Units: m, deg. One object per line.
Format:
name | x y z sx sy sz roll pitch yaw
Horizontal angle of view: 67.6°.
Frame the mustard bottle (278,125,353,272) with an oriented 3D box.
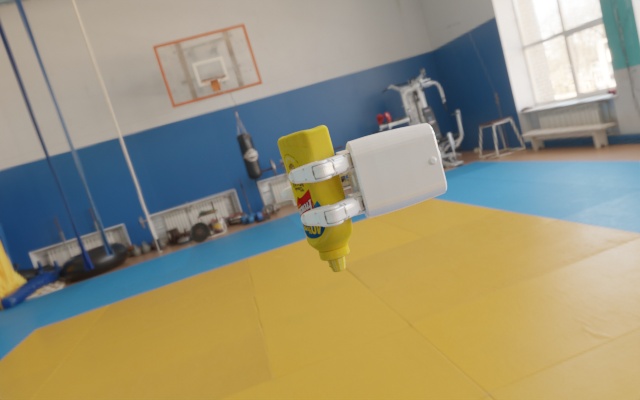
mustard bottle | 0.000 0.002 0.631 0.058 0.191 0.096 -20 8 -26
